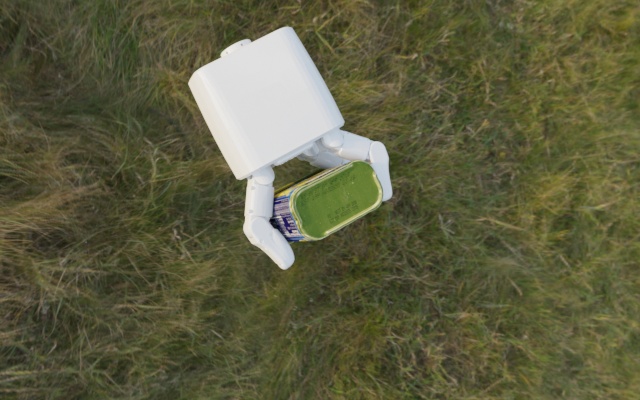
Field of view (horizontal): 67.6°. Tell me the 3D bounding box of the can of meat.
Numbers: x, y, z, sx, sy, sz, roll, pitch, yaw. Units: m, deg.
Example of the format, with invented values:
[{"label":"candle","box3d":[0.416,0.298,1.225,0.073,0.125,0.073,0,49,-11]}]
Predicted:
[{"label":"can of meat","box3d":[0.000,0.002,0.475,0.102,0.057,0.084,-28,7,-25]}]
